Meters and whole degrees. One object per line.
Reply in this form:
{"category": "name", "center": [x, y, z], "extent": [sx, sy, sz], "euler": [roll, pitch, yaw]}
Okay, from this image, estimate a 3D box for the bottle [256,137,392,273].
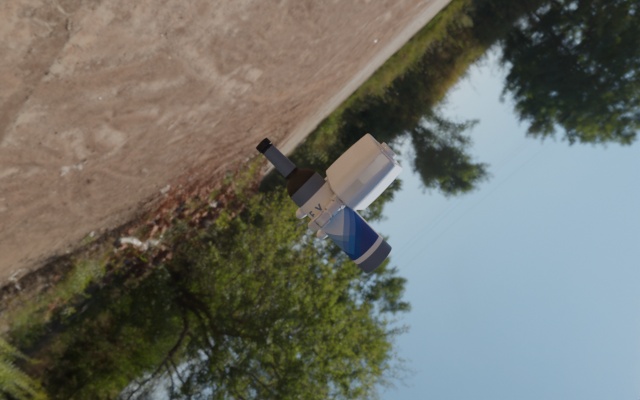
{"category": "bottle", "center": [0.000, 0.003, 0.843], "extent": [0.069, 0.296, 0.069], "euler": [-45, 4, 4]}
